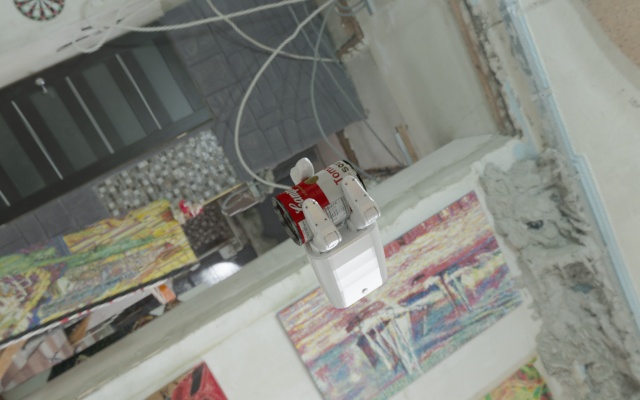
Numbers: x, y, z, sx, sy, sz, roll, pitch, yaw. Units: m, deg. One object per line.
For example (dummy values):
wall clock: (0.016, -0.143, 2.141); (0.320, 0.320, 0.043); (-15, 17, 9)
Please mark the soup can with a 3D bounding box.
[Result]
soup can: (0.000, 0.001, 0.591); (0.102, 0.068, 0.068); (-30, 8, -14)
